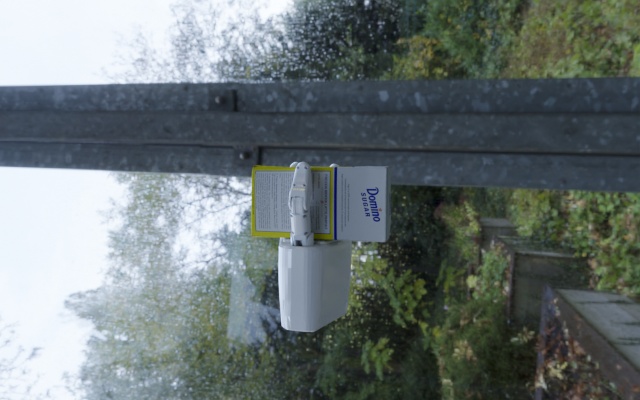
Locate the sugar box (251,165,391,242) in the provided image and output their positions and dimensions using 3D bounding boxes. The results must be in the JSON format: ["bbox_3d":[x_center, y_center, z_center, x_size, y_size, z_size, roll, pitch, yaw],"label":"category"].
[{"bbox_3d":[0.000,0.002,0.608,0.176,0.093,0.048,2,4,13],"label":"sugar box"}]
